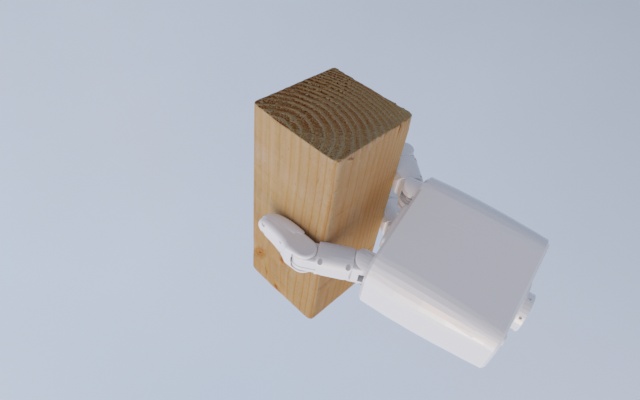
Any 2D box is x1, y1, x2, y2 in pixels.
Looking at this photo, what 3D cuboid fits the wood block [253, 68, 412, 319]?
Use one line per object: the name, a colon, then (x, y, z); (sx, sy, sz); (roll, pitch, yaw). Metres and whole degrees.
wood block: (0.000, 0.002, 0.434); (0.090, 0.206, 0.090); (38, 52, 26)
